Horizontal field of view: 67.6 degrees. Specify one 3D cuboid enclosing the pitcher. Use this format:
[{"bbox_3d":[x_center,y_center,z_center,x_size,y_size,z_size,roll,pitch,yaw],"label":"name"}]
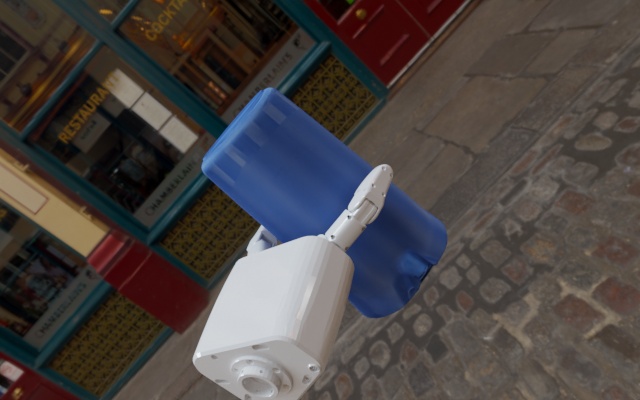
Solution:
[{"bbox_3d":[0.000,0.002,0.504,0.149,0.243,0.145,-37,20,37],"label":"pitcher"}]
